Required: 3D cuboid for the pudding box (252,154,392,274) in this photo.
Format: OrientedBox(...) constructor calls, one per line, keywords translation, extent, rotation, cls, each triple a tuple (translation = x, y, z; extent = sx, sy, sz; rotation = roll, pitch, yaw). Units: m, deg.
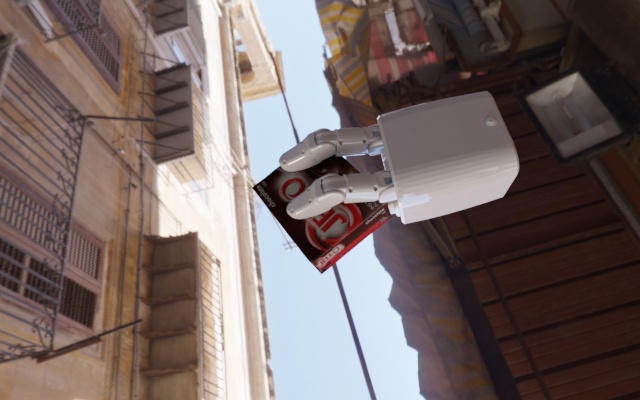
OrientedBox(translation=(0.000, 0.002, 0.468), extent=(0.113, 0.090, 0.039), rotation=(48, -6, 34), cls="pudding box")
